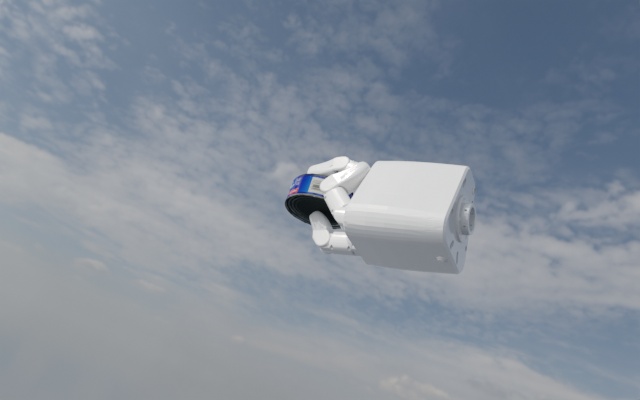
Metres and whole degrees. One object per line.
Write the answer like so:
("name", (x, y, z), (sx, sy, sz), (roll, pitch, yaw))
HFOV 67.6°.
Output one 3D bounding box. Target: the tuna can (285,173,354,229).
("tuna can", (0.000, 0.001, 0.608), (0.086, 0.033, 0.086), (14, -27, 7))
